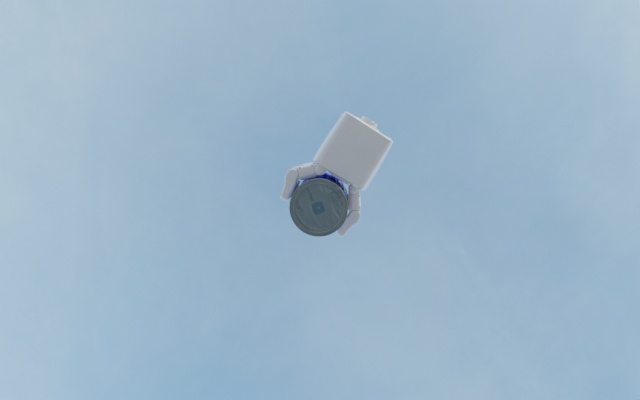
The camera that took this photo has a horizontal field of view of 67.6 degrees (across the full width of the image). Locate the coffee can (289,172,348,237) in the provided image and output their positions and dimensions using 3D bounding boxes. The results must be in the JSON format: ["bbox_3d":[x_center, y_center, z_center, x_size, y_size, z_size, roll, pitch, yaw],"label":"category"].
[{"bbox_3d":[0.000,0.003,0.897,0.103,0.103,0.140,0,8,3],"label":"coffee can"}]
